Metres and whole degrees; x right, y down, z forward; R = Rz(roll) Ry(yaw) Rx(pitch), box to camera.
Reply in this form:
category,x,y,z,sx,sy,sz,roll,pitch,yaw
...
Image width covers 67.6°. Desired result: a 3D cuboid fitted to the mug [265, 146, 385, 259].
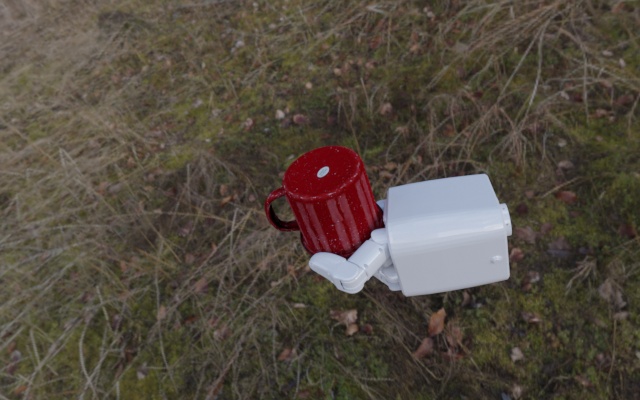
category,x,y,z,sx,sy,sz,roll,pitch,yaw
mug,-0.001,0.002,0.483,0.117,0.082,0.093,-10,41,14
